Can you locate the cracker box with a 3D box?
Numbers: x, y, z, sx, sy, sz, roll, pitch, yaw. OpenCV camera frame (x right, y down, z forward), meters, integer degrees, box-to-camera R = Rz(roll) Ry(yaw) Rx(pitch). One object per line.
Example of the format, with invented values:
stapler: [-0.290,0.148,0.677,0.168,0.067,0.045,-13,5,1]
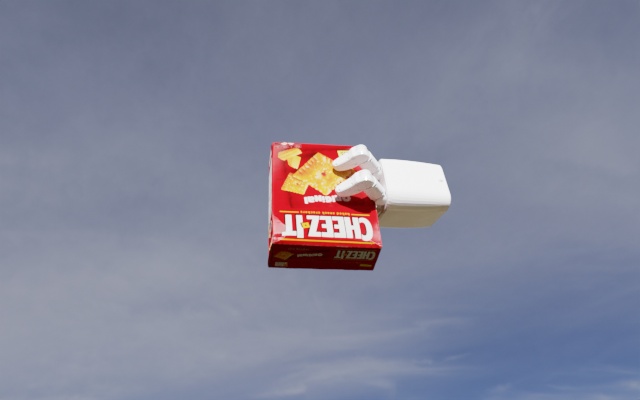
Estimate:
cracker box: [0.000,0.002,0.763,0.164,0.213,0.072,3,-41,-9]
